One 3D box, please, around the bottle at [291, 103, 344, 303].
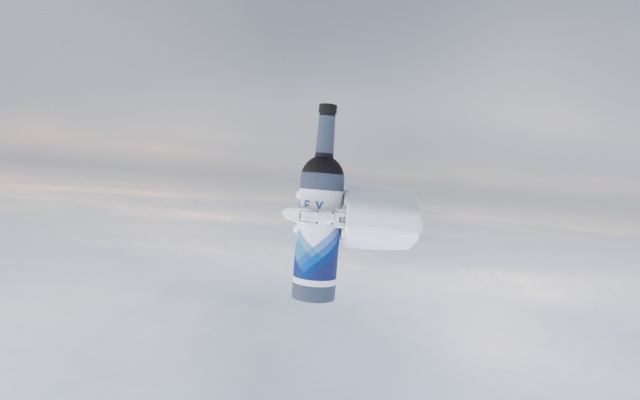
[{"bbox_3d":[0.000,0.003,0.724,0.069,0.296,0.069,5,2,0],"label":"bottle"}]
